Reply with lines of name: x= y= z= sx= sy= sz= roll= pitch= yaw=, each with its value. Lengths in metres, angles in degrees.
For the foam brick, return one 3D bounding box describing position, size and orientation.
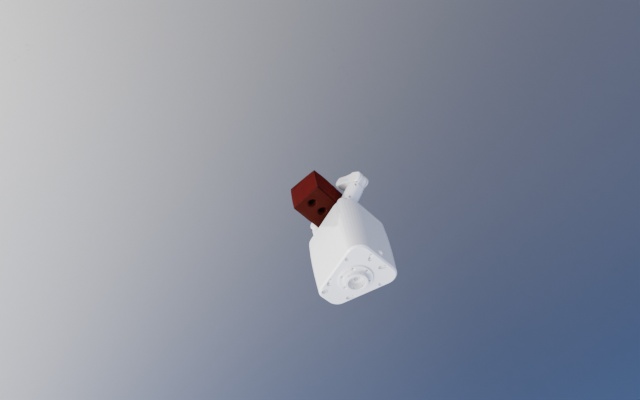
foam brick: x=0.000 y=0.002 z=0.743 sx=0.078 sy=0.053 sz=0.051 roll=39 pitch=22 yaw=-28
